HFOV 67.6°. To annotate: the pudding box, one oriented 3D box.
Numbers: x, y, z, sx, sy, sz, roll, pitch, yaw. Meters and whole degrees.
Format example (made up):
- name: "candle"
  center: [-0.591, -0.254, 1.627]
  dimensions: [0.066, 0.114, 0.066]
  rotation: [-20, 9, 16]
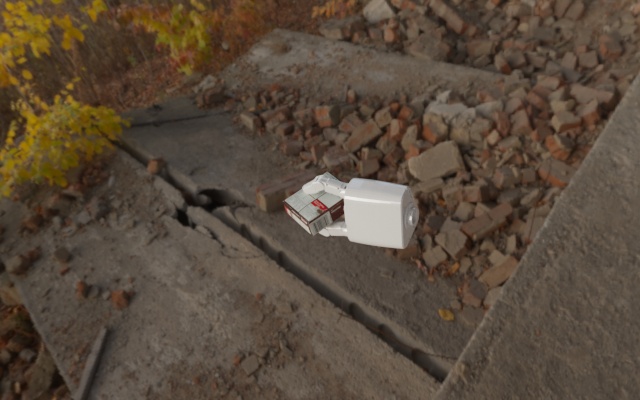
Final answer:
- name: "pudding box"
  center: [0.000, 0.003, 0.897]
  dimensions: [0.113, 0.039, 0.090]
  rotation: [-34, 44, -19]
